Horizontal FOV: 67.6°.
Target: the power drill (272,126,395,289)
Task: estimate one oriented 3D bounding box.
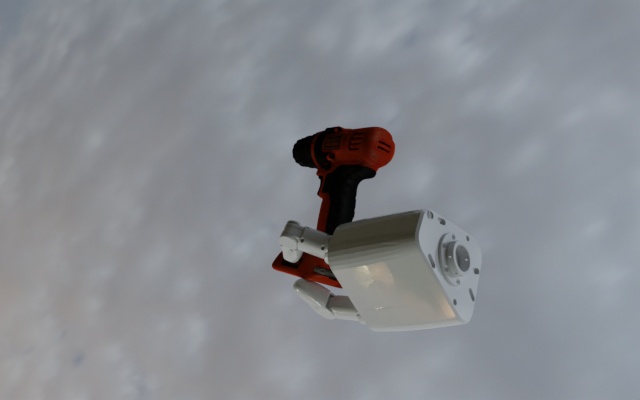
[{"bbox_3d":[0.000,0.002,0.577,0.057,0.187,0.184,18,-7,-30],"label":"power drill"}]
